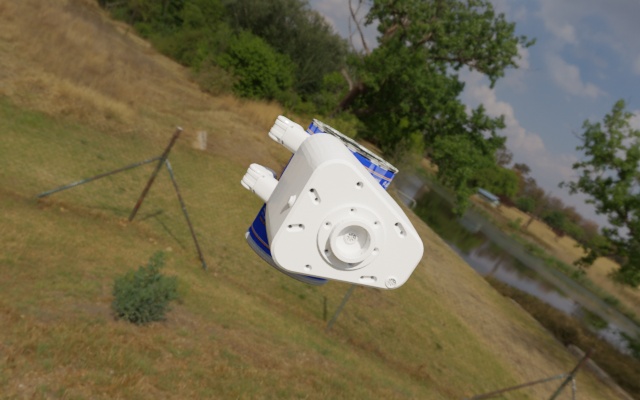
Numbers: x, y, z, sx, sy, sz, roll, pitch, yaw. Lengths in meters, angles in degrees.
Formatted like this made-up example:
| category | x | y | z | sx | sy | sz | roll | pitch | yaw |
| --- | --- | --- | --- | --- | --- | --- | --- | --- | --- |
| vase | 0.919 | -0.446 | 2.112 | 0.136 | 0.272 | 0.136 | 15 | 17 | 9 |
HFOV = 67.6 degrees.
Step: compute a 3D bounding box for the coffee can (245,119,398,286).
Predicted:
| category | x | y | z | sx | sy | sz | roll | pitch | yaw |
| --- | --- | --- | --- | --- | --- | --- | --- | --- | --- |
| coffee can | 0.000 | 0.002 | 0.499 | 0.103 | 0.140 | 0.102 | 30 | 11 | -6 |
